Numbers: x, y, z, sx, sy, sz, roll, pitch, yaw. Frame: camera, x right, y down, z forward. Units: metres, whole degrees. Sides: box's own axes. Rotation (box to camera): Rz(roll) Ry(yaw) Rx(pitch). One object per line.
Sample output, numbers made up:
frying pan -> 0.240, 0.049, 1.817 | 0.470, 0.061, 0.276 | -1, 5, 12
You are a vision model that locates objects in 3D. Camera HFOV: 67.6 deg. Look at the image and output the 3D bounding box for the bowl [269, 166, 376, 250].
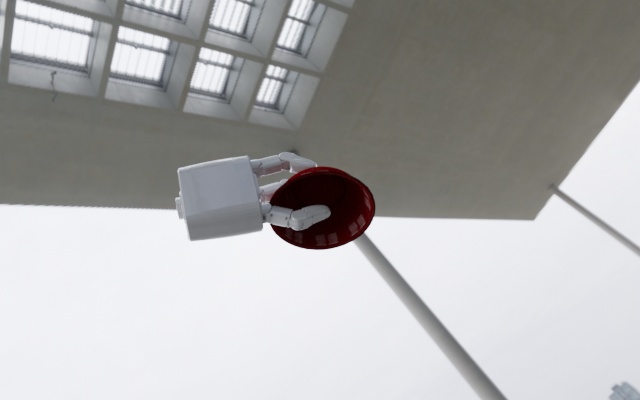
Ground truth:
bowl -> 0.001, 0.002, 0.727 | 0.162, 0.162, 0.055 | 0, 42, -5
